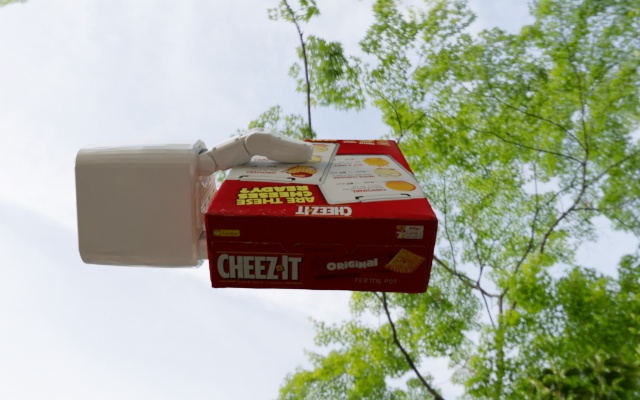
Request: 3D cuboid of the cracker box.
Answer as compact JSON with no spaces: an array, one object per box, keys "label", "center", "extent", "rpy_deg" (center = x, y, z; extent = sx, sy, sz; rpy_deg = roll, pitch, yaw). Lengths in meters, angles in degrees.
[{"label":"cracker box","center":[0.000,0.001,0.436],"extent":[0.164,0.072,0.213],"rpy_deg":[1,22,0]}]
